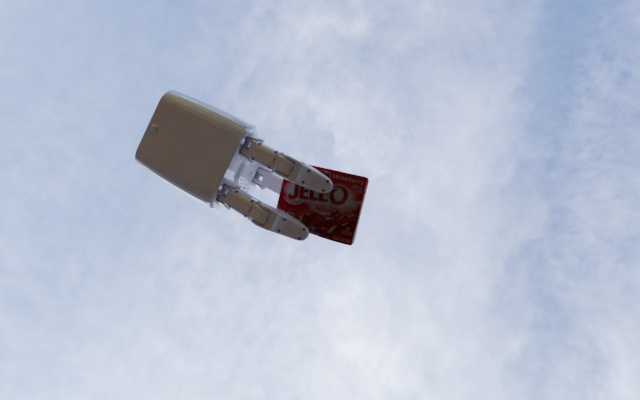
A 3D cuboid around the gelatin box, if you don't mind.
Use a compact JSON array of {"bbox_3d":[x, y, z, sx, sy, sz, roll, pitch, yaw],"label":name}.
[{"bbox_3d":[0.000,0.002,0.508,0.089,0.073,0.030,14,2,8],"label":"gelatin box"}]
